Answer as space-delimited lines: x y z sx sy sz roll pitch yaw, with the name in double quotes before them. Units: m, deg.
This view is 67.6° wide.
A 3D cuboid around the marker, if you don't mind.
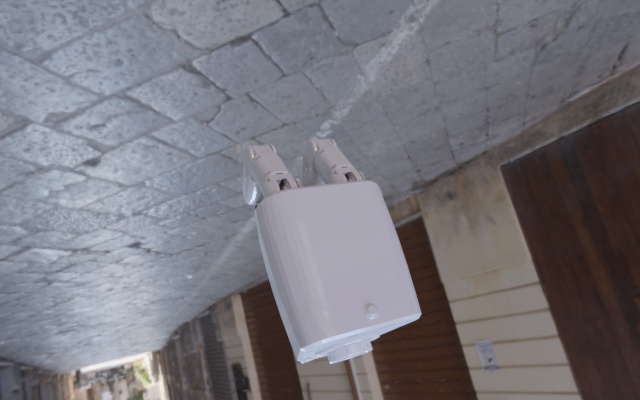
"marker" 0.000 0.001 0.428 0.121 0.020 0.020 -8 3 -26
